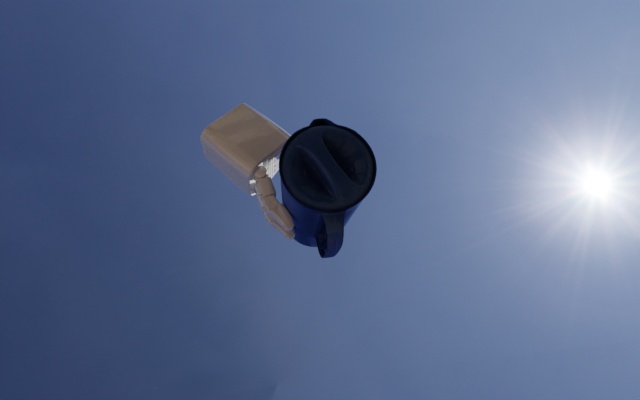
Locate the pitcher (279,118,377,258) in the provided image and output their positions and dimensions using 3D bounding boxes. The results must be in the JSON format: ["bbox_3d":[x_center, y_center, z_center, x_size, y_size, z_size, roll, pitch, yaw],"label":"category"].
[{"bbox_3d":[0.000,0.002,0.746,0.145,0.149,0.243,36,-20,8],"label":"pitcher"}]
